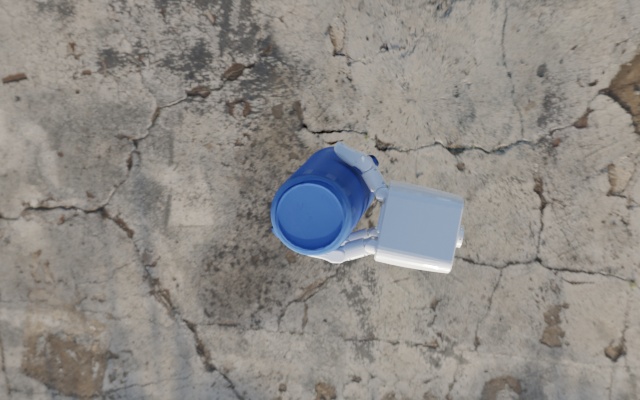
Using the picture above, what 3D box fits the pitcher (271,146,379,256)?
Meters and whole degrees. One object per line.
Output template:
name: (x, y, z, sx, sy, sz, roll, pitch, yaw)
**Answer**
pitcher: (0.000, 0.002, 0.715, 0.145, 0.149, 0.242, 13, 14, 8)
